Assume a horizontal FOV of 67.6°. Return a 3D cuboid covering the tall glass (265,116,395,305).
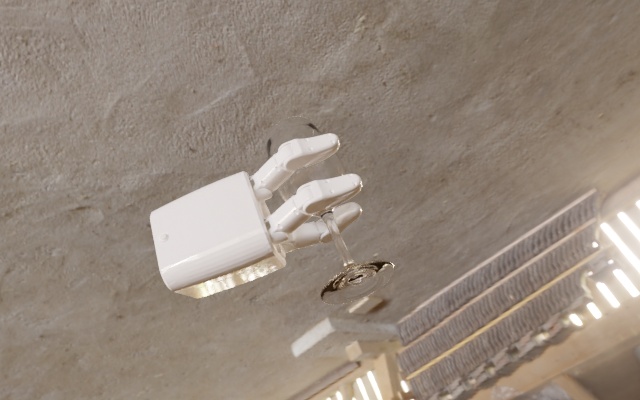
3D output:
[{"bbox_3d":[0.000,0.002,0.496,0.079,0.201,0.079,-17,-34,-12],"label":"tall glass"}]
